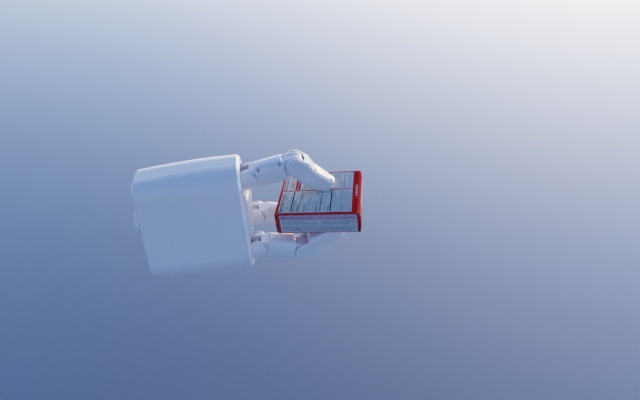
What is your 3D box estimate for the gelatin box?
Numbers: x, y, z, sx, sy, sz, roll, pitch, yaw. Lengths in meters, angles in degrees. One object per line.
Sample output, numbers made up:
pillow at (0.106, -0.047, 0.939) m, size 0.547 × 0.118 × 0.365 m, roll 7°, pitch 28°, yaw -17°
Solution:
gelatin box at (0.000, 0.001, 0.512) m, size 0.089 × 0.030 × 0.073 m, roll -2°, pitch 38°, yaw 8°
